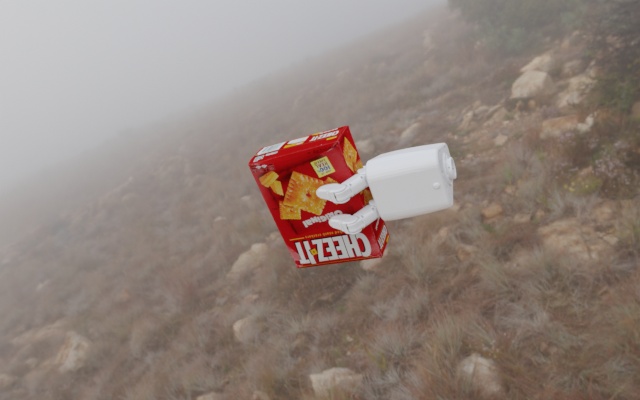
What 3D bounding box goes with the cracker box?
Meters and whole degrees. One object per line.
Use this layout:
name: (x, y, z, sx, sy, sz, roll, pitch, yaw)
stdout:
cracker box: (0.000, 0.002, 0.780, 0.164, 0.214, 0.072, -11, 26, 26)
